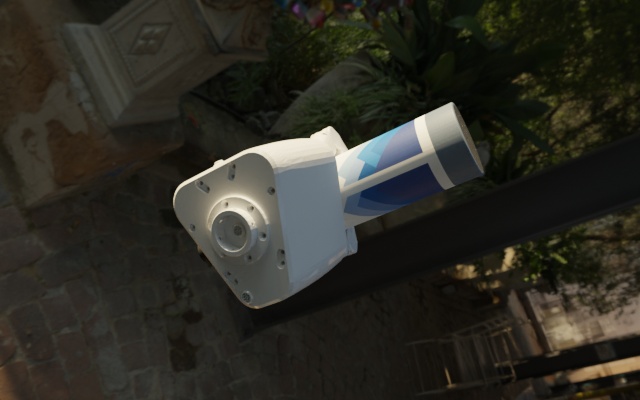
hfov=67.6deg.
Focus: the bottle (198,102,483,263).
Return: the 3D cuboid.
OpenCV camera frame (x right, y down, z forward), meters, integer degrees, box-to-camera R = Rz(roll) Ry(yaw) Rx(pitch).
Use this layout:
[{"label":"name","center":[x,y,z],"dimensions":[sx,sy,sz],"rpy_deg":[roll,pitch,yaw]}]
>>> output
[{"label":"bottle","center":[0.000,0.001,0.459],"dimensions":[0.296,0.069,0.069],"rpy_deg":[-23,-10,23]}]
